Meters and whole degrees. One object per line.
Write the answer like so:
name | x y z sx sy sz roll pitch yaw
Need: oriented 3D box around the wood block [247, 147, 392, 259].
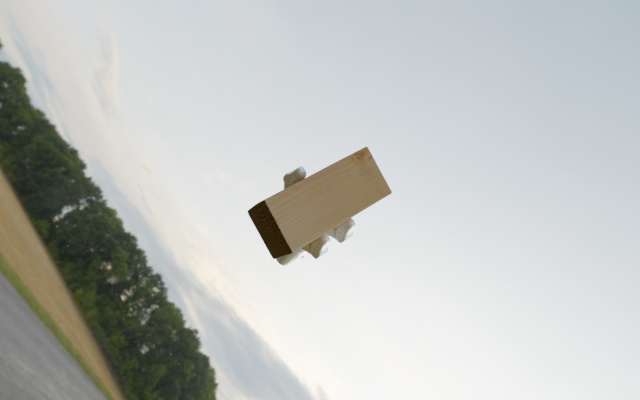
wood block | 0.000 0.002 0.774 0.206 0.091 0.090 -30 1 -28
